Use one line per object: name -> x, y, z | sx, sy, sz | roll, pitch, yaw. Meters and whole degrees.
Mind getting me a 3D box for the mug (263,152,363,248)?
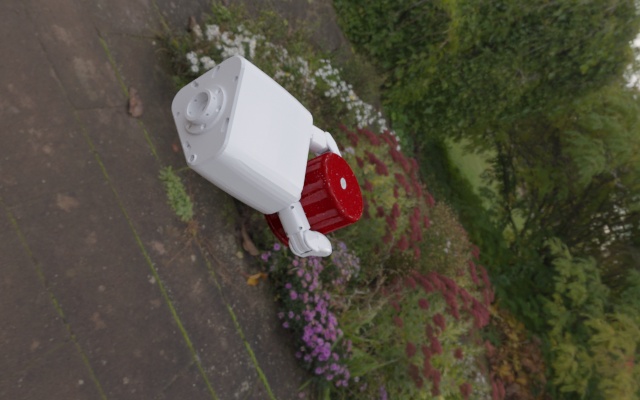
mug -> 0.001, 0.002, 0.536 | 0.081, 0.093, 0.117 | -22, -31, 26
